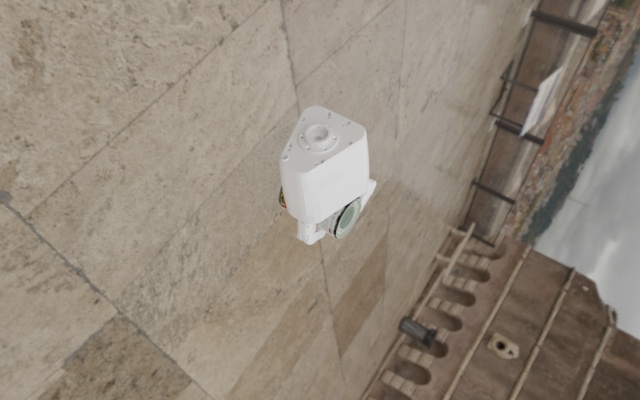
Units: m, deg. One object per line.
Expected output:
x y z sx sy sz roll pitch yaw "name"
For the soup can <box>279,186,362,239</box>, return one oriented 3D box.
0.000 0.003 0.689 0.102 0.068 0.068 30 12 23 "soup can"
